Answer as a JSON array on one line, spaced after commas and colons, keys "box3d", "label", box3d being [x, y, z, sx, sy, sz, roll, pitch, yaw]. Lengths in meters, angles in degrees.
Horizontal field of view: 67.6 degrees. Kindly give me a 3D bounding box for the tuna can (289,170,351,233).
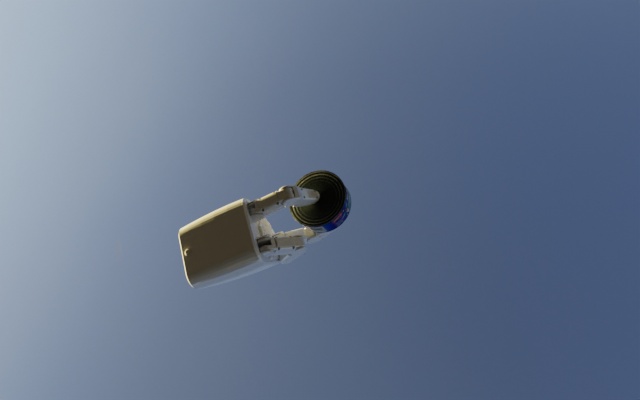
[{"box3d": [0.000, 0.002, 0.683, 0.086, 0.086, 0.034, 0, -22, 22], "label": "tuna can"}]
